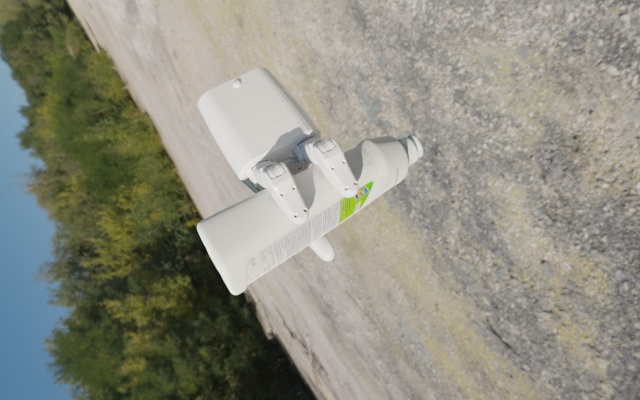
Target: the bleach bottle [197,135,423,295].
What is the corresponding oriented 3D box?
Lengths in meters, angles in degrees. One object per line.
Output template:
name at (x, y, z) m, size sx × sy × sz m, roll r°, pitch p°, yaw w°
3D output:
bleach bottle at (0.000, 0.002, 0.507) m, size 0.251 × 0.068 × 0.103 m, roll -29°, pitch -21°, yaw -16°
